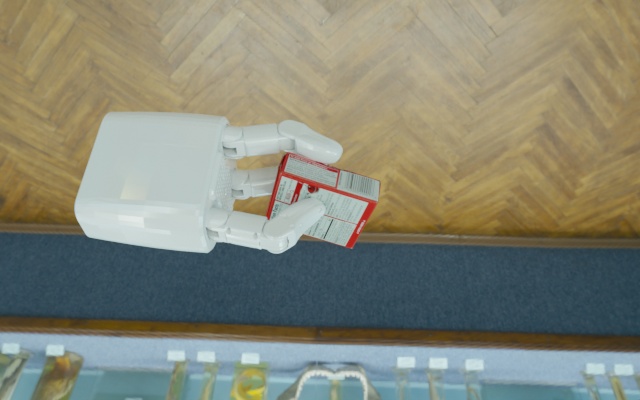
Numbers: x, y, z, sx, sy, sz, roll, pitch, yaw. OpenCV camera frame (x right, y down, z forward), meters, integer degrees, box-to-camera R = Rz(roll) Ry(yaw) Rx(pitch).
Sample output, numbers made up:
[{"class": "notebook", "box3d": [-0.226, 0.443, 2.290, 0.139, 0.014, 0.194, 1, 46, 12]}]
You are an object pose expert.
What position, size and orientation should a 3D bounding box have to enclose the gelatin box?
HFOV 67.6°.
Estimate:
[{"class": "gelatin box", "box3d": [0.000, 0.002, 0.428, 0.089, 0.030, 0.073, 17, -41, -4]}]
